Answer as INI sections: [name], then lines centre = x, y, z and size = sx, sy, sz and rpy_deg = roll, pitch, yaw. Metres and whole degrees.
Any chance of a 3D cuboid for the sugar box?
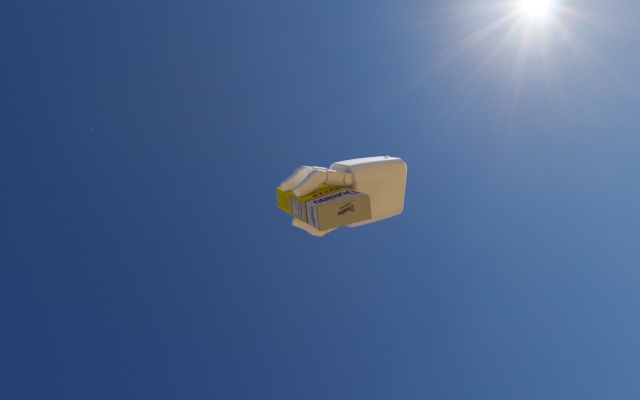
[sugar box]
centre = 0.000, 0.002, 0.787
size = 0.093, 0.048, 0.176
rpy_deg = -13, 13, -23
